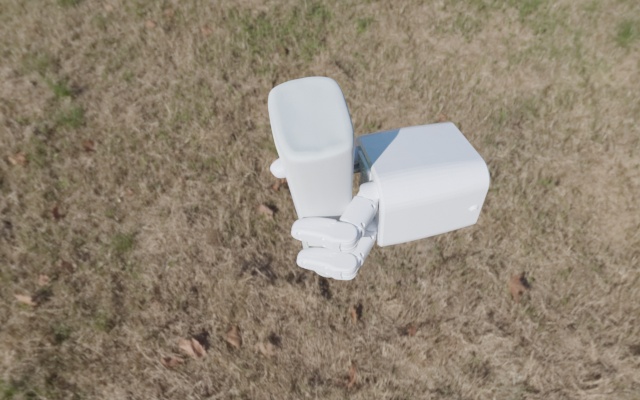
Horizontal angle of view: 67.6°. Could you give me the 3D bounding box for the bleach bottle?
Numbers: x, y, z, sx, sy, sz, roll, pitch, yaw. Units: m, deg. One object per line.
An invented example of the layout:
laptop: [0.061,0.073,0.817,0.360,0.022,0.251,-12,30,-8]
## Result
bleach bottle: [0.000,0.002,0.499,0.068,0.102,0.251,-11,-36,-3]
